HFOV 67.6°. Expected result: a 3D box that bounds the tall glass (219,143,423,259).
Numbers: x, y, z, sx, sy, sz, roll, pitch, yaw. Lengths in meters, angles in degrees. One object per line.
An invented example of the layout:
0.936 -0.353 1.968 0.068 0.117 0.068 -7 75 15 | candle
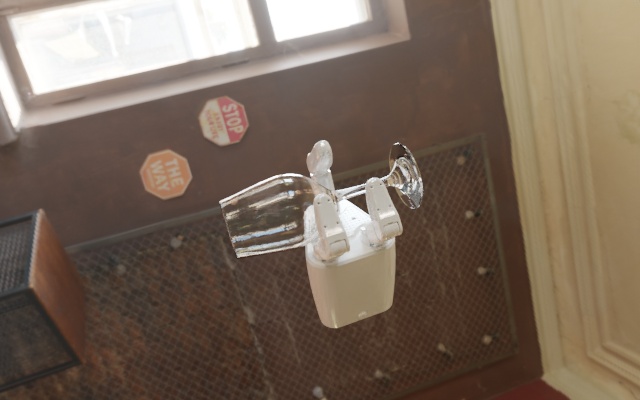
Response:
0.001 0.001 0.501 0.201 0.079 0.079 -17 3 -12 | tall glass
